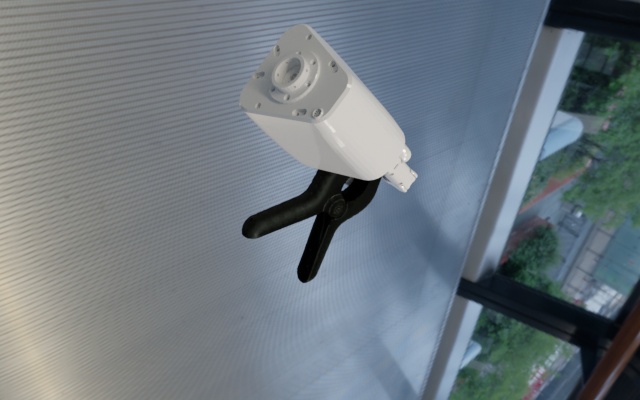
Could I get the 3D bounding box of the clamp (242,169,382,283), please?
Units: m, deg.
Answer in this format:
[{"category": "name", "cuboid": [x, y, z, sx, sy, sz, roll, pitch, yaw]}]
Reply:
[{"category": "clamp", "cuboid": [0.001, 0.002, 0.495, 0.039, 0.171, 0.120, 37, 1, 39]}]
